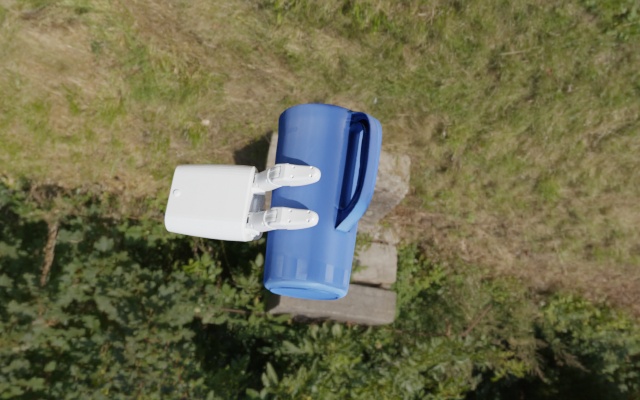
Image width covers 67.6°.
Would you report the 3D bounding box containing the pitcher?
[{"bbox_3d":[0.000,0.002,0.629,0.145,0.242,0.149,5,-18,6],"label":"pitcher"}]
